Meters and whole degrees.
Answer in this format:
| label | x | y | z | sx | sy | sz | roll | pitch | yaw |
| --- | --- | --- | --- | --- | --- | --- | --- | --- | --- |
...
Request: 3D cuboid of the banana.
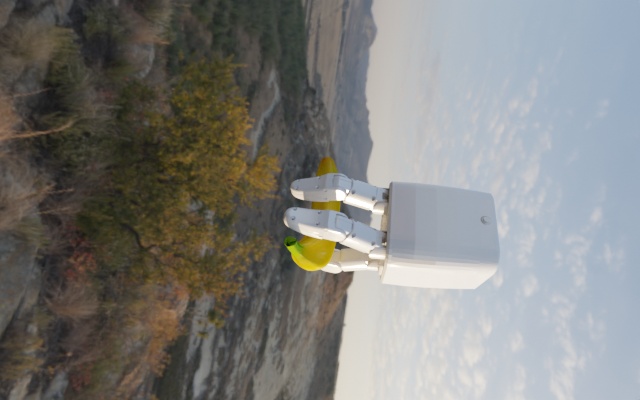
| label | x | y | z | sx | sy | sz | roll | pitch | yaw |
| --- | --- | --- | --- | --- | --- | --- | --- | --- | --- |
| banana | 0.001 | 0.020 | 0.534 | 0.037 | 0.070 | 0.197 | 1 | 29 | 10 |
